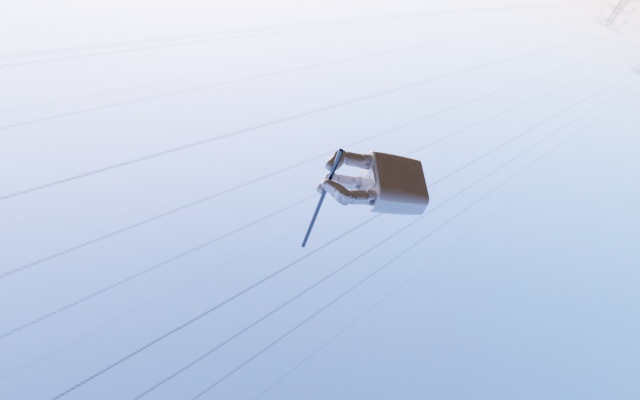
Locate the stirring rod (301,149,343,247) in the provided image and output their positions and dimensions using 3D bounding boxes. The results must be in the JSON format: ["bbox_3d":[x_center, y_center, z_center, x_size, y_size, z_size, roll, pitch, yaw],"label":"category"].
[{"bbox_3d":[0.000,0.003,0.882,0.011,0.240,0.011,13,39,-11],"label":"stirring rod"}]
